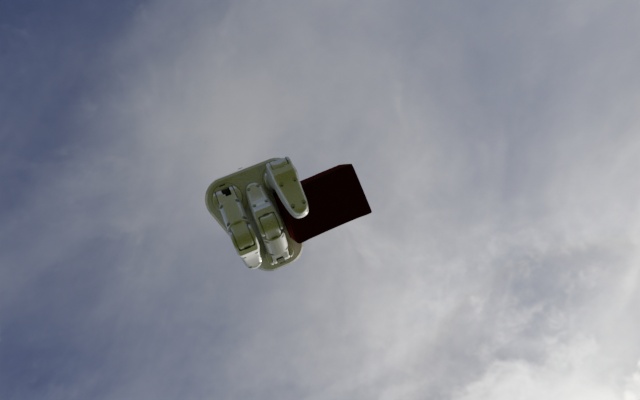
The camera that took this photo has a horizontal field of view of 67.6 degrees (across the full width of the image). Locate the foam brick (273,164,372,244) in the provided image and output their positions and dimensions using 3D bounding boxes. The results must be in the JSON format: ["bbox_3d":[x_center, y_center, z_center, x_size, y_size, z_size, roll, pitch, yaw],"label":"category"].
[{"bbox_3d":[0.000,0.002,0.469,0.078,0.053,0.051,-22,7,-10],"label":"foam brick"}]
